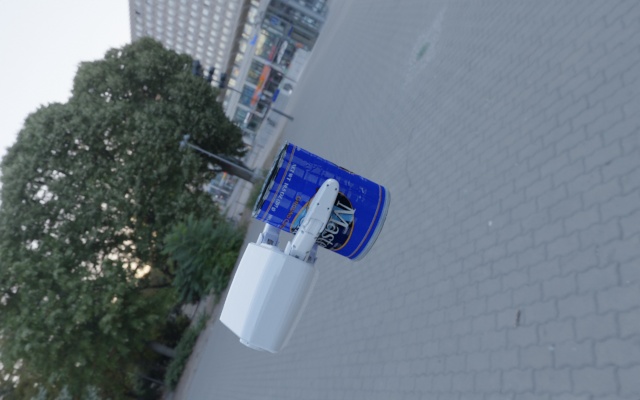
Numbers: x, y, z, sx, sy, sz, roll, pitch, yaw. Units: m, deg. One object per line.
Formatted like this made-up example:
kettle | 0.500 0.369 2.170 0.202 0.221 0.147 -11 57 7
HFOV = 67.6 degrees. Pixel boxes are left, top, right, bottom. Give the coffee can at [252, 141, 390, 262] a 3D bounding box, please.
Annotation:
coffee can | 0.000 0.002 0.590 0.140 0.103 0.103 24 -5 -10
